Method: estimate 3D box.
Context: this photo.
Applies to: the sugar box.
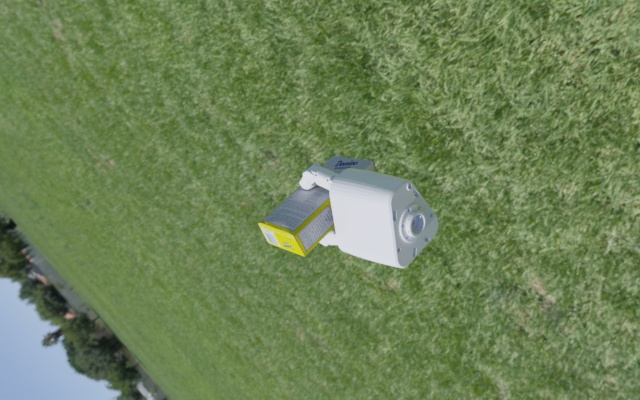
[{"bbox_3d":[0.000,0.003,0.712,0.176,0.048,0.093,-40,32,-27],"label":"sugar box"}]
